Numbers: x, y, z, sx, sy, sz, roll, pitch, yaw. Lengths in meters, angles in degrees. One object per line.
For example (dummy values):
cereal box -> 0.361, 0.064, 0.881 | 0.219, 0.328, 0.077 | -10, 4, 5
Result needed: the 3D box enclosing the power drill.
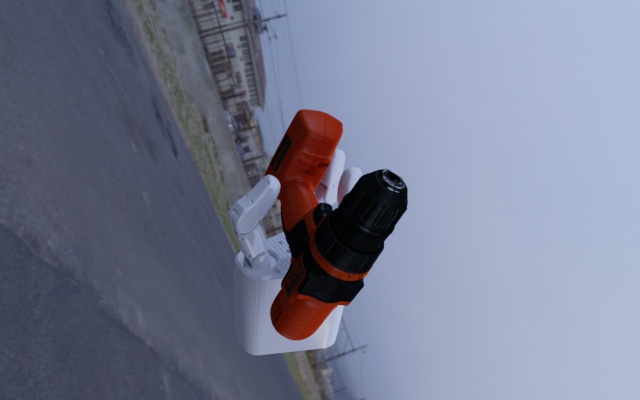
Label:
power drill -> 0.000, 0.001, 0.422 | 0.057, 0.184, 0.187 | 16, 38, -23
